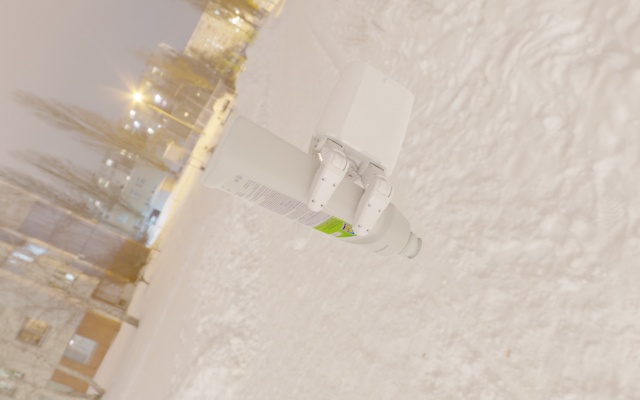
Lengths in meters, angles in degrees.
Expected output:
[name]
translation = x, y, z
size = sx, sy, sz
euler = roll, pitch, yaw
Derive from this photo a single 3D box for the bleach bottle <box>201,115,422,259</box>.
[bleach bottle]
translation = 0.000, 0.002, 0.530
size = 0.251, 0.068, 0.102
euler = 28, -21, -16
